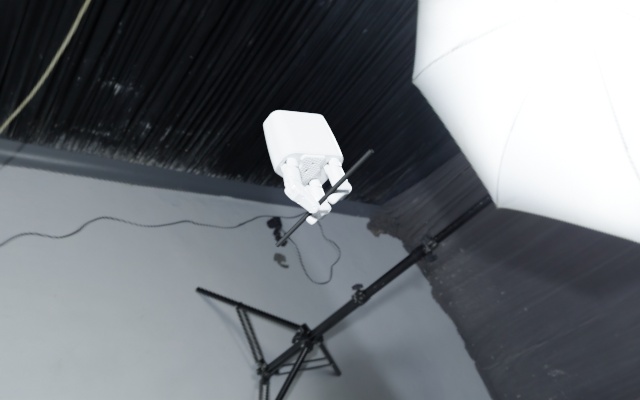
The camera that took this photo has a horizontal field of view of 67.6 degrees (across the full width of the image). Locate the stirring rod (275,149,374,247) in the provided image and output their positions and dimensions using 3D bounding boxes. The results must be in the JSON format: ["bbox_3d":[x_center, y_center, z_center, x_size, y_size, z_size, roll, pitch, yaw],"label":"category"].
[{"bbox_3d":[0.000,0.002,0.736,0.011,0.011,0.240,0,-37,-49],"label":"stirring rod"}]
